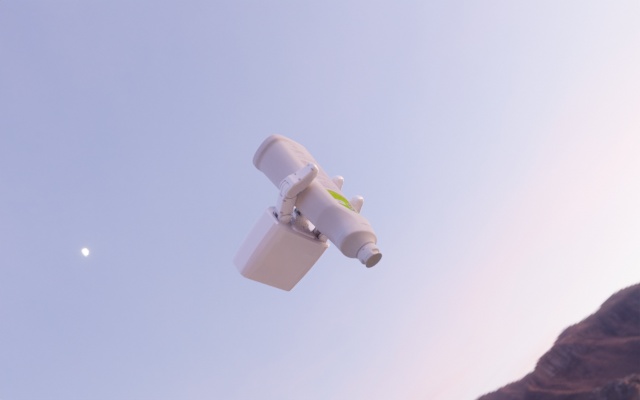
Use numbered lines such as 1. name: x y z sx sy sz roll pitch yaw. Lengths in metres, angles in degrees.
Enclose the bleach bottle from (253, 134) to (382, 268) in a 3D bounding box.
1. bleach bottle: 0.000 0.002 0.709 0.102 0.068 0.250 17 25 -50
